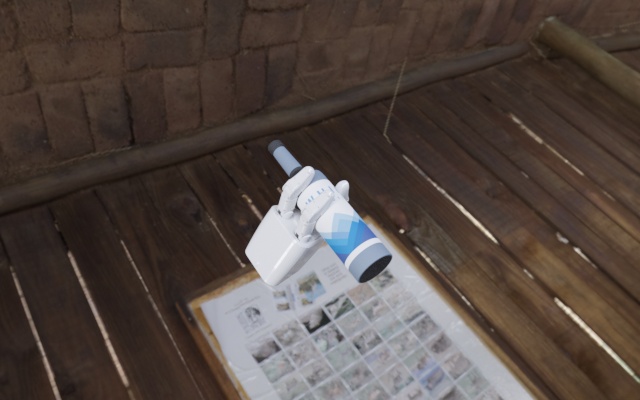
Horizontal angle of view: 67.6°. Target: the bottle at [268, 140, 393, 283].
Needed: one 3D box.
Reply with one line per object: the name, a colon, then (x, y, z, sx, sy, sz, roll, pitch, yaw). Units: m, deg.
bottle: (0.000, 0.003, 0.787, 0.069, 0.069, 0.295, 0, 43, -51)
